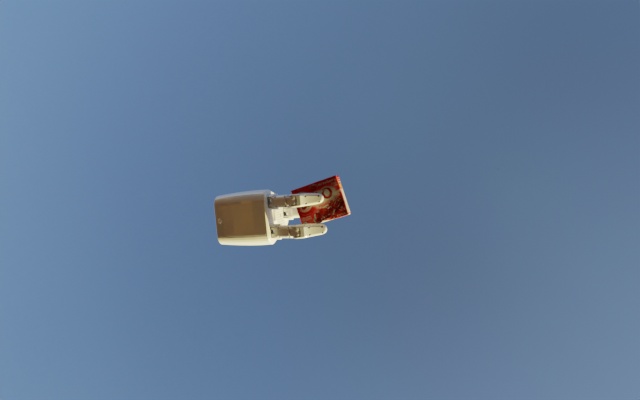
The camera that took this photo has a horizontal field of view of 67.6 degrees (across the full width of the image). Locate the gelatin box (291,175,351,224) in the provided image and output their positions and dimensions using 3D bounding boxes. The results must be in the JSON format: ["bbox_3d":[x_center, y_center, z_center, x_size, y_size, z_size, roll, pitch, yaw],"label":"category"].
[{"bbox_3d":[0.001,0.003,0.851,0.089,0.073,0.030,-18,-1,13],"label":"gelatin box"}]
